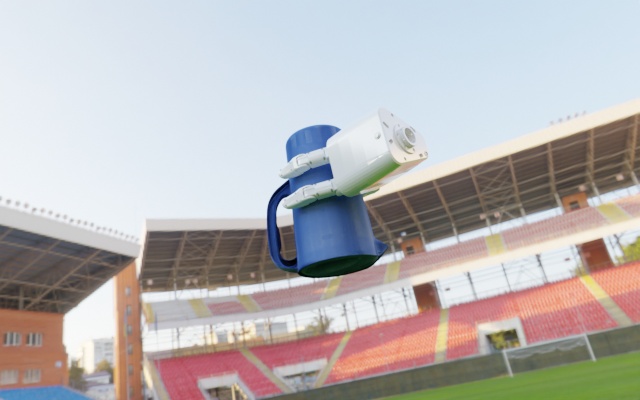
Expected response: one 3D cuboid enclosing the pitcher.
[{"bbox_3d":[0.000,0.003,0.794,0.149,0.242,0.145,10,-30,-43],"label":"pitcher"}]
